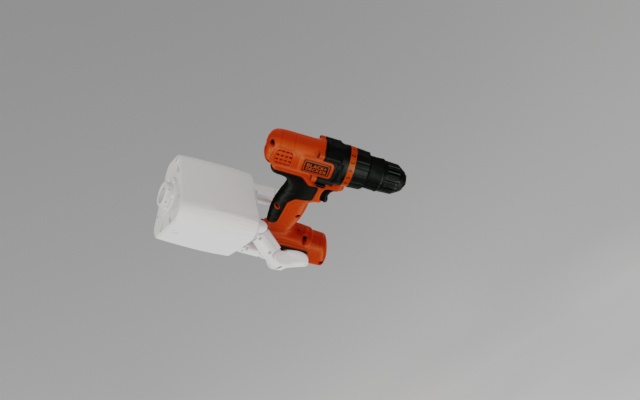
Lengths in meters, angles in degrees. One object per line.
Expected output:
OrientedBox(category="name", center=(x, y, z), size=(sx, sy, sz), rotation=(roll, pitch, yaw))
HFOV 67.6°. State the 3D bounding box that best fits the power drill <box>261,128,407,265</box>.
OrientedBox(category="power drill", center=(0.000, 0.002, 0.640), size=(0.184, 0.188, 0.057), rotation=(16, 36, -8))
